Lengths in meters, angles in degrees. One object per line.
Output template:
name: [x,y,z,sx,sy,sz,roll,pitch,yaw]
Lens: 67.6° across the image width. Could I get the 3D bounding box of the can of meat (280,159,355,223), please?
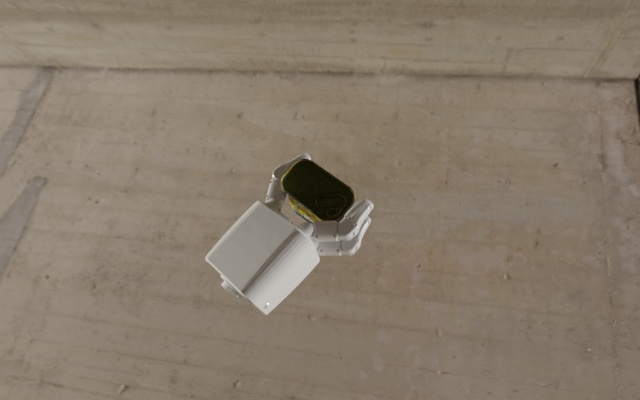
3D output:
can of meat: [0.000,0.002,0.660,0.102,0.057,0.084,36,-16,20]
